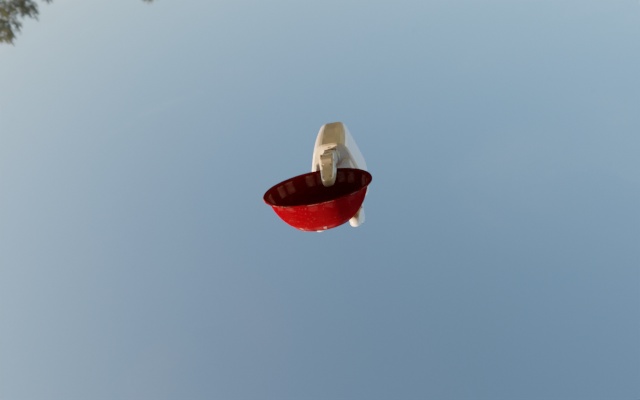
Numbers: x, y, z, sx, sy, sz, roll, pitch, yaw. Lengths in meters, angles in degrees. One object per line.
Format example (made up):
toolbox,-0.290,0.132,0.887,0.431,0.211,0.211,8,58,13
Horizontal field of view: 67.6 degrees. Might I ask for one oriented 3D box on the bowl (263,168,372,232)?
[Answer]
bowl,0.000,0.003,0.702,0.162,0.055,0.162,-10,18,3
